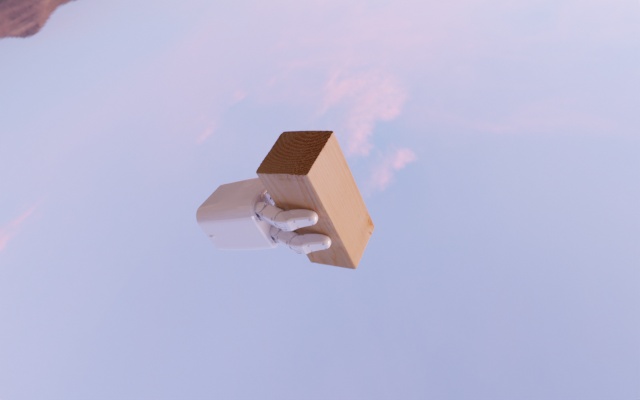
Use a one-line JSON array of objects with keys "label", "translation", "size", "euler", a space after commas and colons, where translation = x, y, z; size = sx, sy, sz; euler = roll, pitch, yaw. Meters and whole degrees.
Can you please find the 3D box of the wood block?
[{"label": "wood block", "translation": [0.000, 0.002, 0.720], "size": [0.090, 0.090, 0.206], "euler": [4, -40, 31]}]
